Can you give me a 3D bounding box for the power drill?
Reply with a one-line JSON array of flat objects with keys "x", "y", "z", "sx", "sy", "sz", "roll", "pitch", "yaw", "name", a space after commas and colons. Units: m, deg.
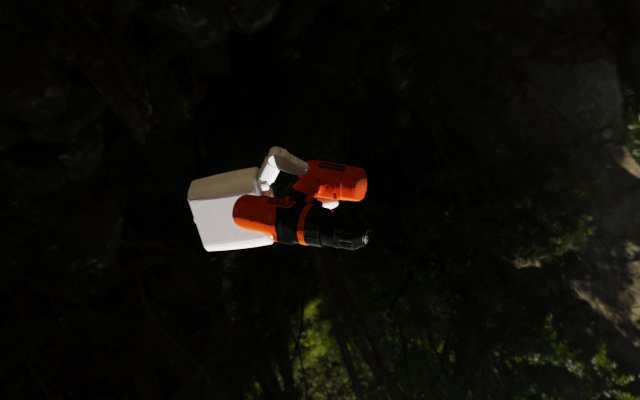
[{"x": 0.000, "y": 0.002, "z": 0.657, "sx": 0.184, "sy": 0.057, "sz": 0.187, "roll": 12, "pitch": 24, "yaw": 21, "name": "power drill"}]
